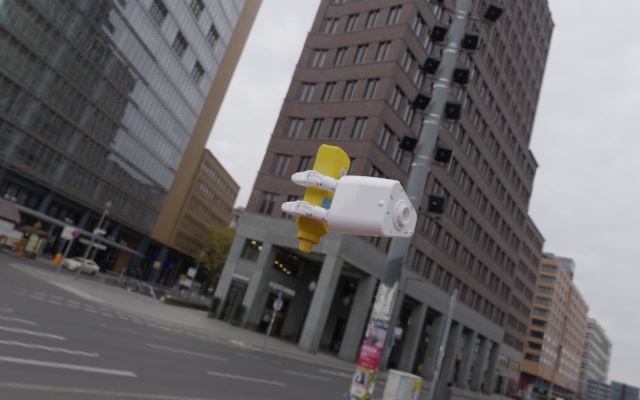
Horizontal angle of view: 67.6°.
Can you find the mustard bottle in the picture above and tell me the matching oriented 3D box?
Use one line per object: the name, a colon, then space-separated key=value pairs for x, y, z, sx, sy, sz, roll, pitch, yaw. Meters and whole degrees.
mustard bottle: x=0.000 y=0.003 z=0.866 sx=0.058 sy=0.191 sz=0.096 roll=13 pitch=-15 yaw=16
